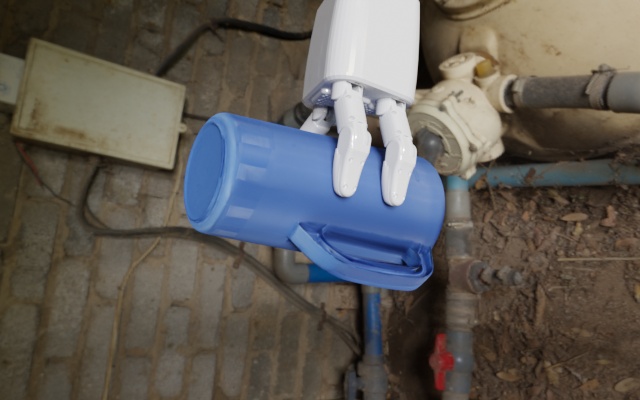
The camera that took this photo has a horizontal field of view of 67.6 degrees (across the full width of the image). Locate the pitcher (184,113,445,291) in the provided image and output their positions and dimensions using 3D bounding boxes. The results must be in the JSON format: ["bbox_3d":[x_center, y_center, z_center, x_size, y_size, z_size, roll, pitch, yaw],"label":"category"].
[{"bbox_3d":[0.000,0.001,0.472,0.243,0.145,0.149,11,-5,-33],"label":"pitcher"}]
